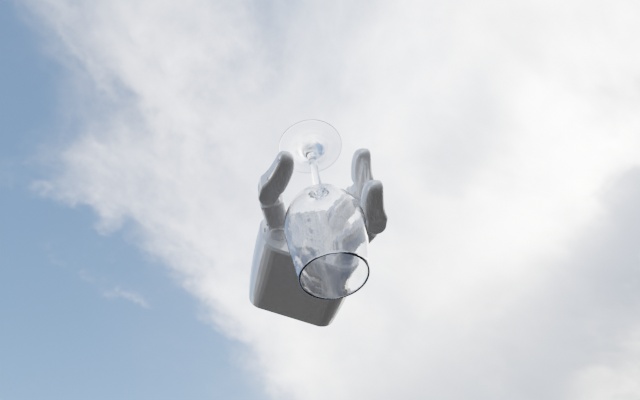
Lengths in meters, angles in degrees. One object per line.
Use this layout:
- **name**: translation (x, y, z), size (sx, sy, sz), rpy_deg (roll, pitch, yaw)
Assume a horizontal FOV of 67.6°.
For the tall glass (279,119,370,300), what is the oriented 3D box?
- **tall glass**: translation (0.000, 0.001, 0.481), size (0.079, 0.079, 0.200), rpy_deg (0, 40, -9)
